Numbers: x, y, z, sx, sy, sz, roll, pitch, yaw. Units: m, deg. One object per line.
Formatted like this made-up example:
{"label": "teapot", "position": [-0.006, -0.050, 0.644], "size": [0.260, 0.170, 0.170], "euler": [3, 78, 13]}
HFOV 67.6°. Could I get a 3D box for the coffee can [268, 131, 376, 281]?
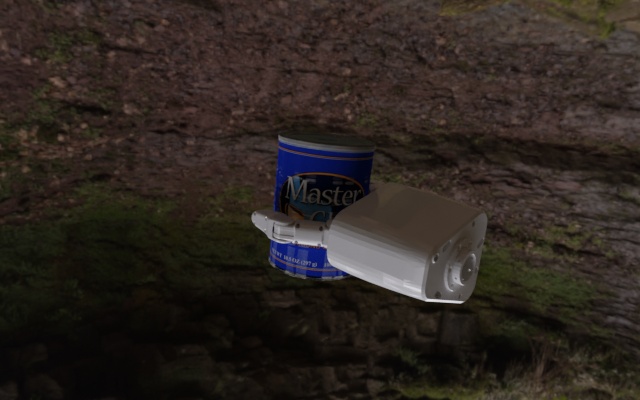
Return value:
{"label": "coffee can", "position": [0.000, 0.002, 0.518], "size": [0.103, 0.140, 0.102], "euler": [6, 14, -1]}
